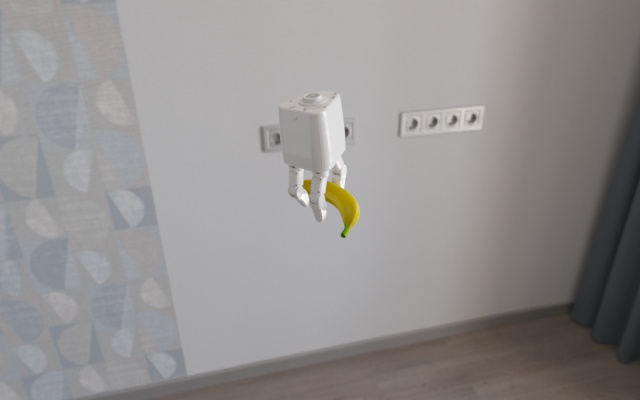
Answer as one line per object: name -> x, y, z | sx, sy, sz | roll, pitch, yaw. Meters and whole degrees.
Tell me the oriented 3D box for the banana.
banana -> 0.018, -0.003, 0.891 | 0.069, 0.037, 0.197 | -24, 36, -19
